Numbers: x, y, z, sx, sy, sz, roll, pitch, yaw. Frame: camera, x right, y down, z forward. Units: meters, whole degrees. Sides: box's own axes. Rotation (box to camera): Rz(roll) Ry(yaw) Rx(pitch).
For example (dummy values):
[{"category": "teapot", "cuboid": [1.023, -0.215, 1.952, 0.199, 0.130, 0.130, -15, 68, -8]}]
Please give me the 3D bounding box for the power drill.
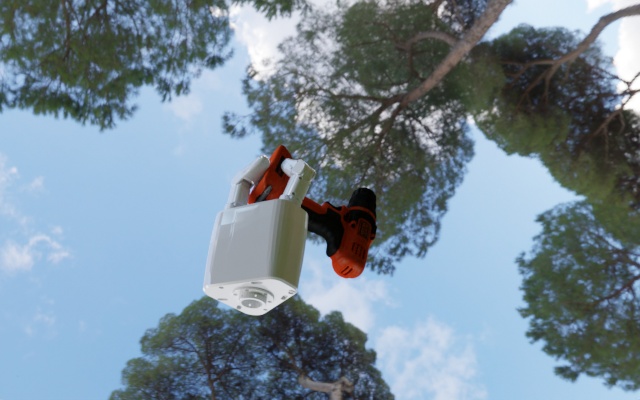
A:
[{"category": "power drill", "cuboid": [0.000, 0.002, 0.687, 0.188, 0.057, 0.184, 33, 35, -11]}]
